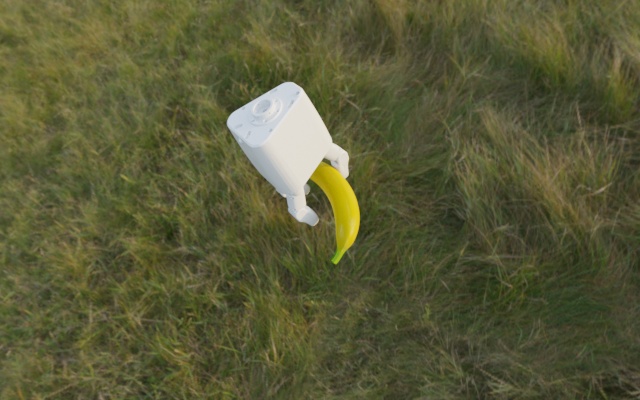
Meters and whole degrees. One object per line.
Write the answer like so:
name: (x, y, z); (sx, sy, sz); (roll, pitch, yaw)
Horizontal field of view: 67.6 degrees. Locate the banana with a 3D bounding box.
banana: (0.017, -0.003, 0.726); (0.069, 0.197, 0.037); (-26, -38, 11)
